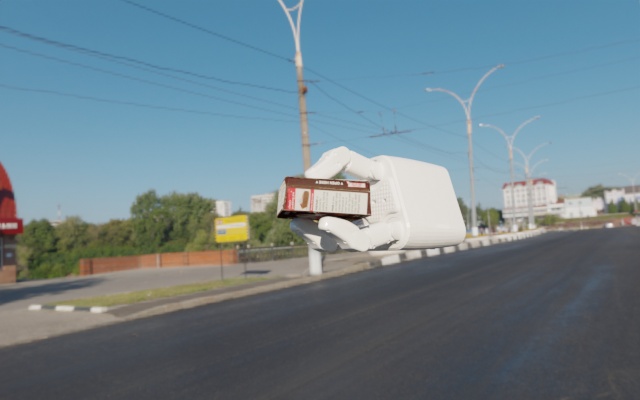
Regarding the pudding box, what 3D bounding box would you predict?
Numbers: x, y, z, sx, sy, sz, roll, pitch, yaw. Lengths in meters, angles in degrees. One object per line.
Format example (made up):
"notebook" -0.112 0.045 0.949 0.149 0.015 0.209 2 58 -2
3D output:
"pudding box" 0.000 0.002 0.518 0.090 0.039 0.113 3 -8 -7
